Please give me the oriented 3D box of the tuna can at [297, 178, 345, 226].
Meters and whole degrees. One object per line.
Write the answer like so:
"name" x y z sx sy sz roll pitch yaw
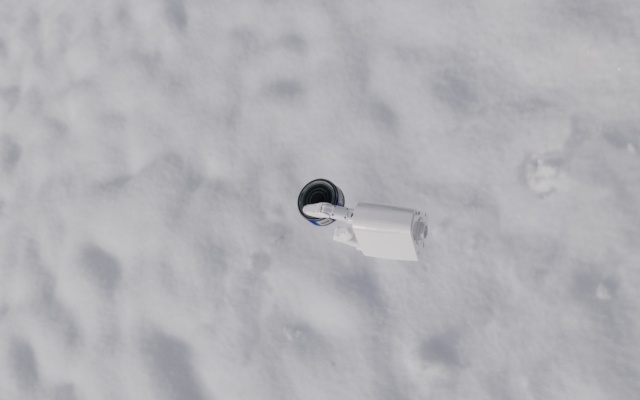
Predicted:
"tuna can" 0.000 0.003 0.893 0.086 0.086 0.034 0 -19 28
